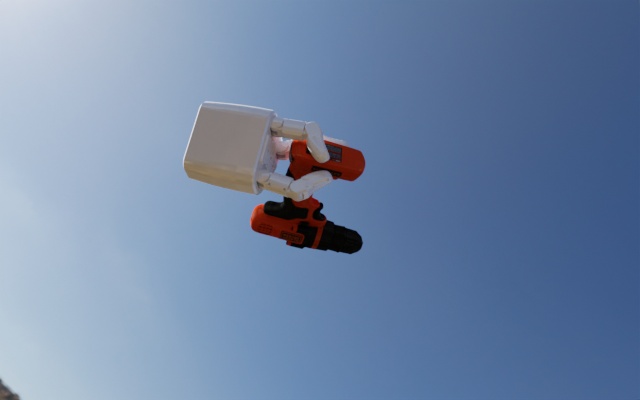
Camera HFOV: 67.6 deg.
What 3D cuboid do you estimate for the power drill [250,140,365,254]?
[{"bbox_3d":[0.000,0.002,0.715,0.184,0.188,0.057,14,40,-11],"label":"power drill"}]
